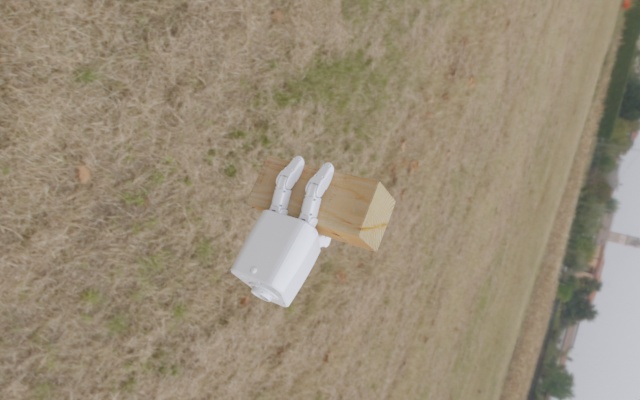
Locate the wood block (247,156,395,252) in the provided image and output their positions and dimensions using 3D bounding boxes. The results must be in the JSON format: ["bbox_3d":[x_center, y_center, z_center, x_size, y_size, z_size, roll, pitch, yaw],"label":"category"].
[{"bbox_3d":[0.000,0.003,0.765,0.206,0.090,0.091,15,-14,29],"label":"wood block"}]
